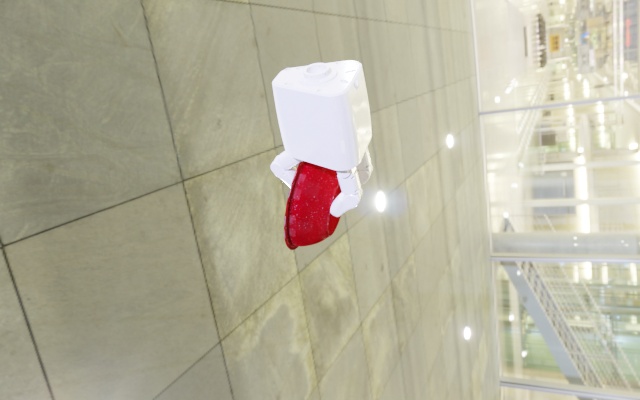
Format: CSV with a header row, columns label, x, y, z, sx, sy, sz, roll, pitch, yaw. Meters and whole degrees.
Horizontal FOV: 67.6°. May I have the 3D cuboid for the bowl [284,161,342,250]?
label,x,y,z,sx,sy,sz,roll,pitch,yaw
bowl,0.001,0.003,0.716,0.055,0.162,0.162,14,3,13
